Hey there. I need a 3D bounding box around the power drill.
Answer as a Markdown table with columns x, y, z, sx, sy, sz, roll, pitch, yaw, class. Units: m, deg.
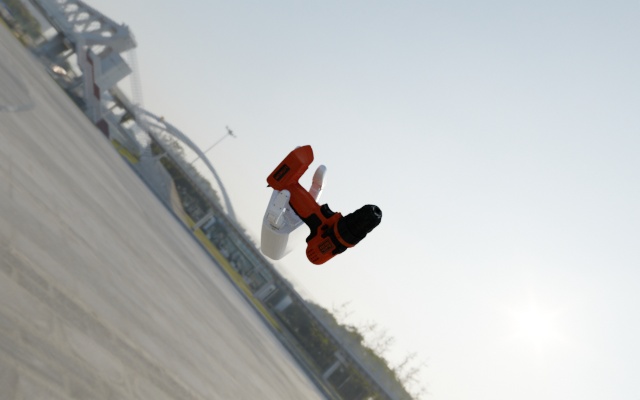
| x | y | z | sx | sy | sz | roll | pitch | yaw | class |
| --- | --- | --- | --- | --- | --- | --- | --- | --- | --- |
| 0.000 | 0.002 | 0.805 | 0.057 | 0.187 | 0.184 | -24 | -12 | -47 | power drill |
